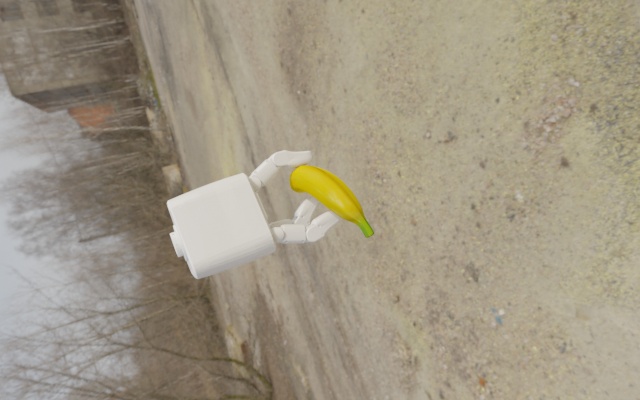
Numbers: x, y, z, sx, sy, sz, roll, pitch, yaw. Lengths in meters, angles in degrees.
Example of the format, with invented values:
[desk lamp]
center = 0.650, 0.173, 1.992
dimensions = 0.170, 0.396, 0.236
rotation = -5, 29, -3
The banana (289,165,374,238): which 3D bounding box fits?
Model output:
[banana]
center = -0.002, -0.013, 0.625
dimensions = 0.037, 0.070, 0.197
rotation = -25, 30, -19
